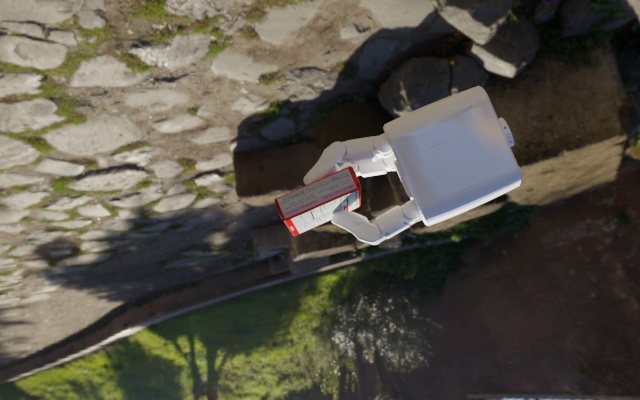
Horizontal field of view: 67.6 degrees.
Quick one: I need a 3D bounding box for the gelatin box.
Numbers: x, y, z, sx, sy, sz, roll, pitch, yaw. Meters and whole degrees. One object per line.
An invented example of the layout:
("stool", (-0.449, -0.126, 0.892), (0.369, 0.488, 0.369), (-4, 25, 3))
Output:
("gelatin box", (0.000, 0.002, 0.521), (0.089, 0.030, 0.073), (-24, -16, -2))
